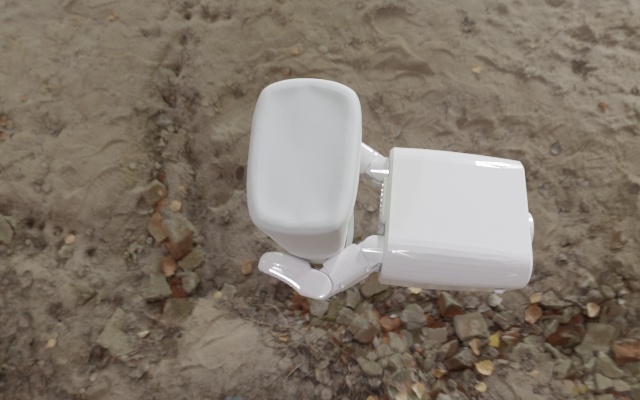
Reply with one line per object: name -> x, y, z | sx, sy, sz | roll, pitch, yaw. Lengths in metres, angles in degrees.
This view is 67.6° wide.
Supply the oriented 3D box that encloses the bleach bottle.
bleach bottle -> 0.000, 0.001, 0.401 | 0.068, 0.102, 0.251 | 4, -12, 6
